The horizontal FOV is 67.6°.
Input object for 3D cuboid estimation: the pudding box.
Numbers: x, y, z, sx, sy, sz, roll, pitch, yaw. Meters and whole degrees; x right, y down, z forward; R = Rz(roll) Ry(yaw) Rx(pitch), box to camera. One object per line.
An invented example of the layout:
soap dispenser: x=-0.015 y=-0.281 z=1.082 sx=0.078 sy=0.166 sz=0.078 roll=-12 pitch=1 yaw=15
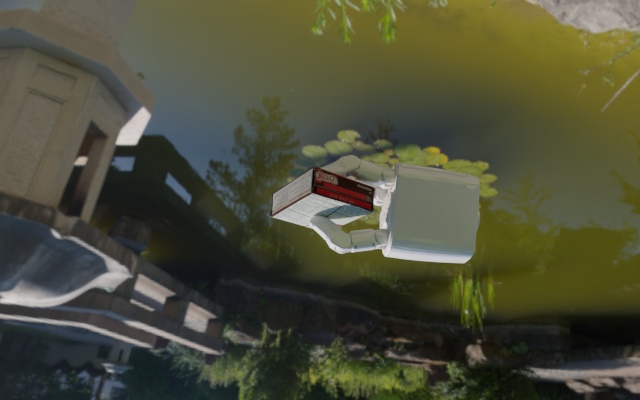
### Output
pudding box: x=0.000 y=0.002 z=0.603 sx=0.090 sy=0.039 sz=0.113 roll=18 pitch=-27 yaw=-27
